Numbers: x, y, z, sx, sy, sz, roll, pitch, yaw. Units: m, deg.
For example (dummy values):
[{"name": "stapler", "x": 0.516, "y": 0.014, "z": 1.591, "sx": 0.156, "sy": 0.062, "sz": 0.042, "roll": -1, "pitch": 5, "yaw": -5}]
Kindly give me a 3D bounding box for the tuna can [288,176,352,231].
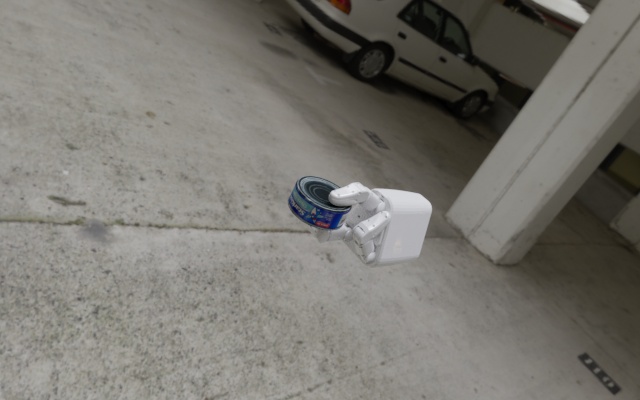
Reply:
[{"name": "tuna can", "x": 0.000, "y": 0.002, "z": 0.665, "sx": 0.086, "sy": 0.034, "sz": 0.086, "roll": 20, "pitch": 29, "yaw": -11}]
